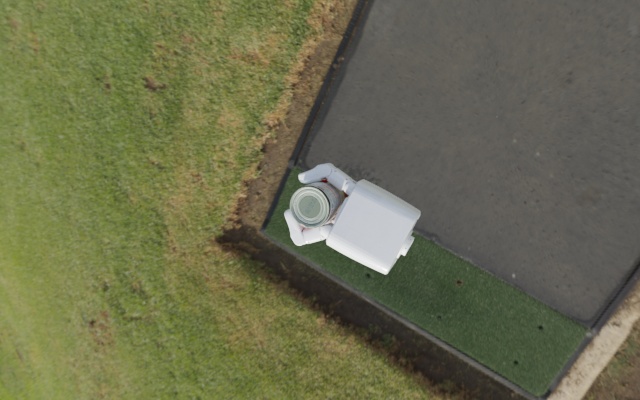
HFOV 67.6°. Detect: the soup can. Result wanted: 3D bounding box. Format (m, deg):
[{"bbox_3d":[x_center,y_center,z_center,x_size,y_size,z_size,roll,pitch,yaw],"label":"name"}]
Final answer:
[{"bbox_3d":[0.000,0.002,0.770,0.068,0.068,0.102,0,9,20],"label":"soup can"}]
